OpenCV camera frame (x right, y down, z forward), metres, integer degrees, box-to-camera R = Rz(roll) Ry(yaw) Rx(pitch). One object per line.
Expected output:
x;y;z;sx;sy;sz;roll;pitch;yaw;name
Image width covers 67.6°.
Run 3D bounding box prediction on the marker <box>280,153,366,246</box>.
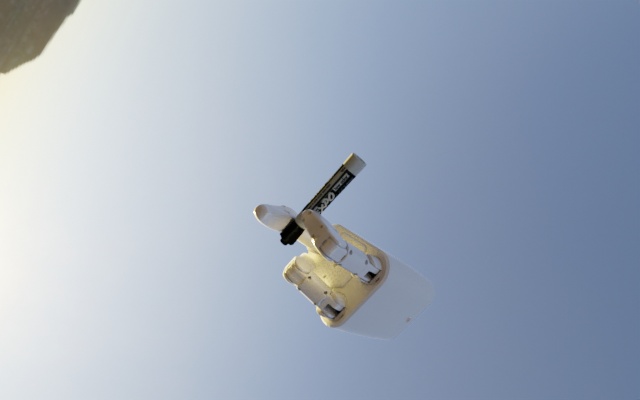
0.000;0.002;0.491;0.020;0.121;0.020;39;14;-11;marker
